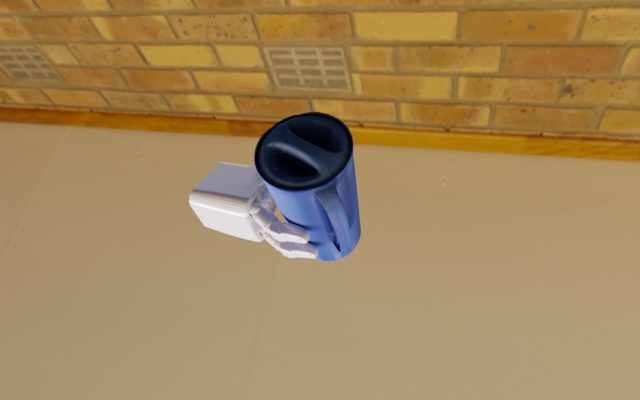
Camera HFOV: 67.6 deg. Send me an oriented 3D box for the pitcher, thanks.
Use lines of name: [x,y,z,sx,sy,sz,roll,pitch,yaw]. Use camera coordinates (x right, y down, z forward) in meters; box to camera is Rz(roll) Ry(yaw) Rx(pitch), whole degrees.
pitcher: [0.000,0.002,0.713,0.145,0.149,0.243,11,-30,19]
